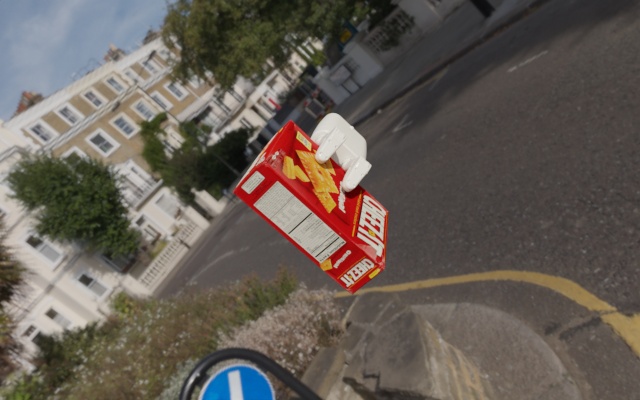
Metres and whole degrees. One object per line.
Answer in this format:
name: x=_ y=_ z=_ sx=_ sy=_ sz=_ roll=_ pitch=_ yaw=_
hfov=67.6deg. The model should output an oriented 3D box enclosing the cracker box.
cracker box: x=0.000 y=0.002 z=0.674 sx=0.072 sy=0.214 sz=0.164 roll=-43 pitch=13 yaw=26
